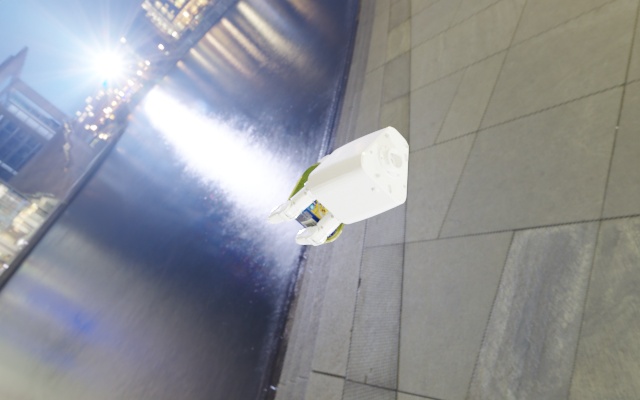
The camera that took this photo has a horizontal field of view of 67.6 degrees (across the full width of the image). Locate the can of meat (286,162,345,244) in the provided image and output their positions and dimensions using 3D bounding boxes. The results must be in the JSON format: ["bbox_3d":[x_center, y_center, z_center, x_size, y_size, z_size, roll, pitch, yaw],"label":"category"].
[{"bbox_3d":[0.000,0.002,0.756,0.084,0.102,0.057,42,-35,-24],"label":"can of meat"}]
